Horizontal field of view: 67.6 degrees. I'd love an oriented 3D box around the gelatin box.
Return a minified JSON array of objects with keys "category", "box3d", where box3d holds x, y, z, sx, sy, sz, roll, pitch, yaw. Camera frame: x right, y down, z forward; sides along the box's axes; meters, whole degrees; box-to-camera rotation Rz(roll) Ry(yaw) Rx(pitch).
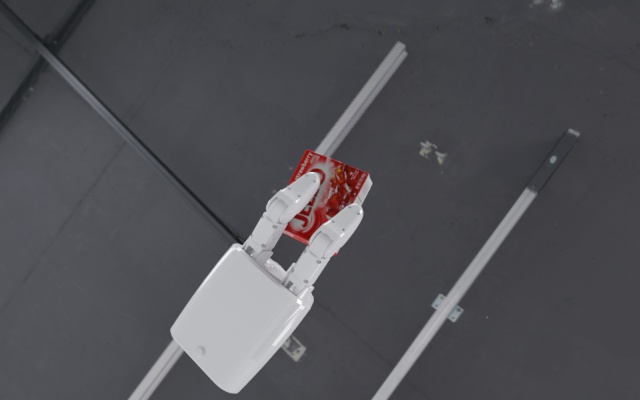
[{"category":"gelatin box","box3d":[0.000,0.001,0.484,0.073,0.089,0.030,23,-13,21]}]
